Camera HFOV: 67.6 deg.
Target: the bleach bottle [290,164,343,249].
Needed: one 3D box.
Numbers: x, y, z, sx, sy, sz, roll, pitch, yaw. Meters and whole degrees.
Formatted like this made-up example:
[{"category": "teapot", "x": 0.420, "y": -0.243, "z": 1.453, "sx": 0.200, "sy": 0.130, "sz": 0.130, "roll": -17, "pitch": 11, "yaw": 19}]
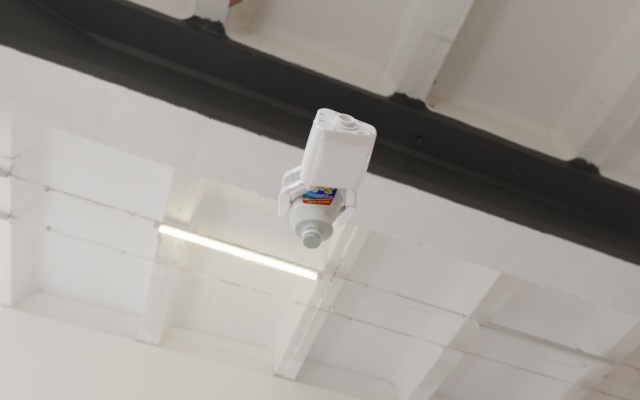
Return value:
[{"category": "bleach bottle", "x": 0.000, "y": 0.003, "z": 0.879, "sx": 0.102, "sy": 0.068, "sz": 0.250, "roll": 15, "pitch": 32, "yaw": -6}]
